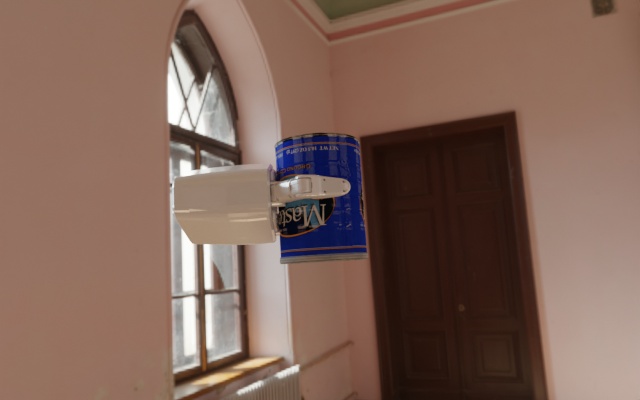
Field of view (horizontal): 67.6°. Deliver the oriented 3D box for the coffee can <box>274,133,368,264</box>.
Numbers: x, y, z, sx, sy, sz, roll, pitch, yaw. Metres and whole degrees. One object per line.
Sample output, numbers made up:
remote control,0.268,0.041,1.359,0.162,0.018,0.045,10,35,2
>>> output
coffee can,0.000,0.002,0.563,0.103,0.140,0.103,-3,-8,0
